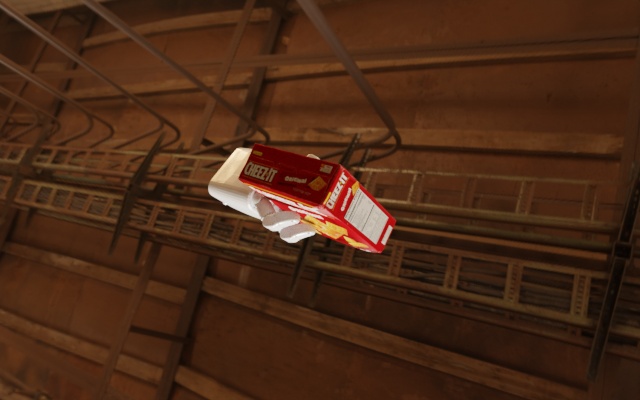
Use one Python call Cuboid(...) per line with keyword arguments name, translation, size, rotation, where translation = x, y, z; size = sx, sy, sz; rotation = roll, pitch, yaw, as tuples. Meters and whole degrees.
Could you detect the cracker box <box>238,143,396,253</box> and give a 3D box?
Cuboid(name="cracker box", translation=(0.000, 0.002, 0.748), size=(0.164, 0.072, 0.214), rotation=(17, -13, 35))
